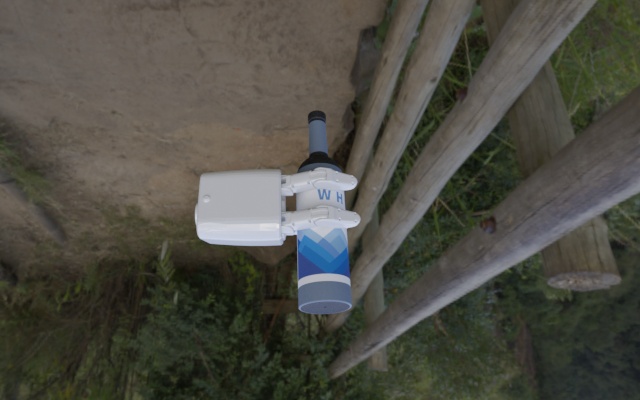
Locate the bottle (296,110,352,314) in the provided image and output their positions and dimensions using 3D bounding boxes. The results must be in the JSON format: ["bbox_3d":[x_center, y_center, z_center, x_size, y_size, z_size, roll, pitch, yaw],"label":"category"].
[{"bbox_3d":[0.000,0.002,0.659,0.069,0.295,0.069,-2,-27,-1],"label":"bottle"}]
